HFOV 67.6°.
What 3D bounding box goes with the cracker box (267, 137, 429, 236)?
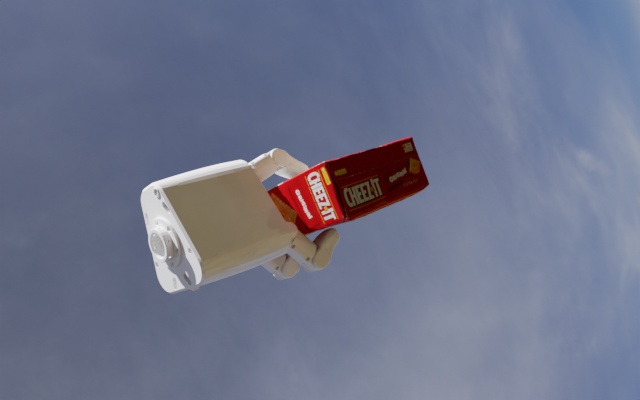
[{"bbox_3d":[0.000,0.002,0.590,0.164,0.072,0.214,-21,-1,-45],"label":"cracker box"}]
